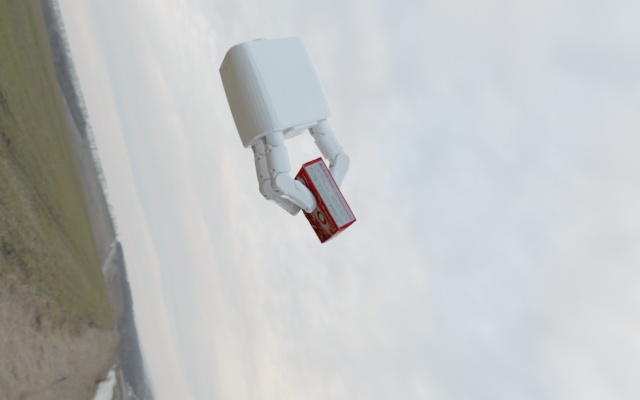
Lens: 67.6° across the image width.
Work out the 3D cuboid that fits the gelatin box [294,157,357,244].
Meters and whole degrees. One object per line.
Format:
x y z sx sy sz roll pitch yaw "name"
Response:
0.001 0.002 0.579 0.030 0.089 0.073 -27 -8 -23 "gelatin box"
